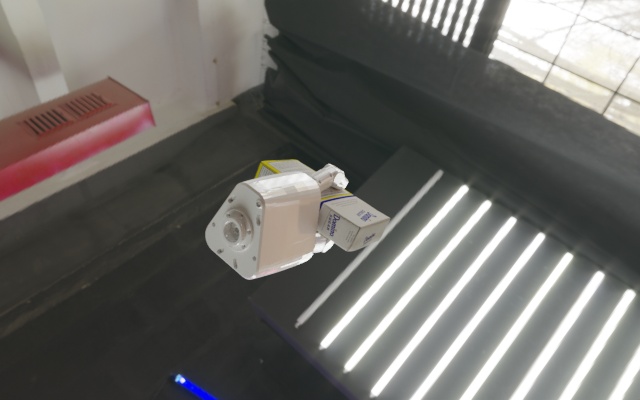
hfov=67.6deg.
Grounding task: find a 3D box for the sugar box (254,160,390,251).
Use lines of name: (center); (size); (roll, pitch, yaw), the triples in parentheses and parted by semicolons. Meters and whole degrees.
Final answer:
sugar box: (0.000, 0.003, 0.665); (0.176, 0.048, 0.093); (36, 24, 25)
